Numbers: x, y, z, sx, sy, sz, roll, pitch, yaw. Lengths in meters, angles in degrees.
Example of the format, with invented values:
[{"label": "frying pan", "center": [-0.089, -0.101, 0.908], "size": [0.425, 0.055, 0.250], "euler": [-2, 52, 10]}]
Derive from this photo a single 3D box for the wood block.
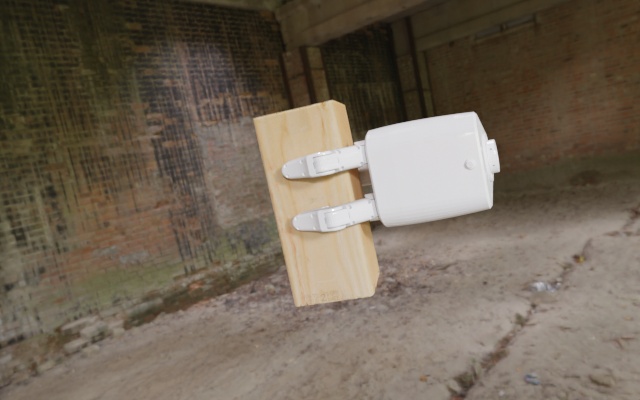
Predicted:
[{"label": "wood block", "center": [0.001, 0.002, 0.538], "size": [0.090, 0.206, 0.091], "euler": [-11, 6, 12]}]
